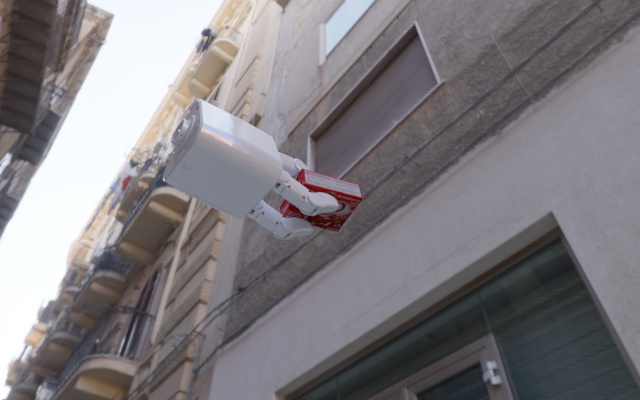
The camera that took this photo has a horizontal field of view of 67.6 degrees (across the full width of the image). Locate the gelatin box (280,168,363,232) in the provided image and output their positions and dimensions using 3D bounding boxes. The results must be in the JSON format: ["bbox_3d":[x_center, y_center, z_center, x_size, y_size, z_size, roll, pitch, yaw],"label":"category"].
[{"bbox_3d":[0.000,0.002,0.637,0.089,0.030,0.073,14,-48,-23],"label":"gelatin box"}]
